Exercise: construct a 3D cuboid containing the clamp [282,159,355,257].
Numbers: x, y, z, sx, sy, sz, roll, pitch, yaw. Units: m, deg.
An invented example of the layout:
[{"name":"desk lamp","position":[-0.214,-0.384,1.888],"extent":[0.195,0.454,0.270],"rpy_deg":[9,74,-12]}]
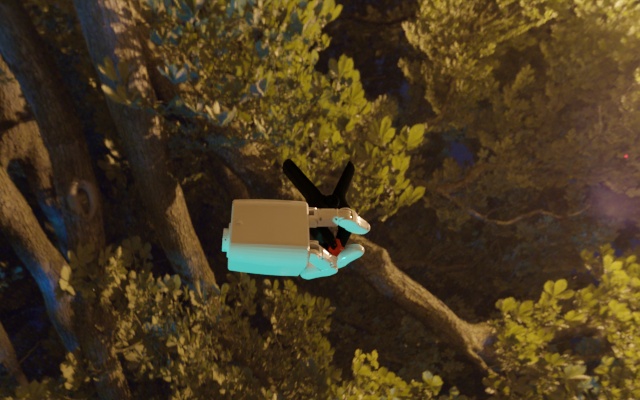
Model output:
[{"name":"clamp","position":[0.000,0.003,0.732],"extent":[0.120,0.171,0.039],"rpy_deg":[4,-36,-10]}]
